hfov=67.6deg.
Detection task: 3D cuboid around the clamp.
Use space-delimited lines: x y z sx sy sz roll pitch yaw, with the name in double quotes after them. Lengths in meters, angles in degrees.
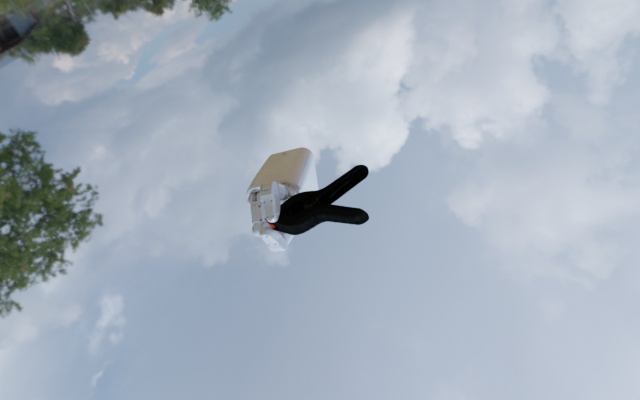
0.000 0.003 0.715 0.171 0.039 0.120 -11 33 25 "clamp"
